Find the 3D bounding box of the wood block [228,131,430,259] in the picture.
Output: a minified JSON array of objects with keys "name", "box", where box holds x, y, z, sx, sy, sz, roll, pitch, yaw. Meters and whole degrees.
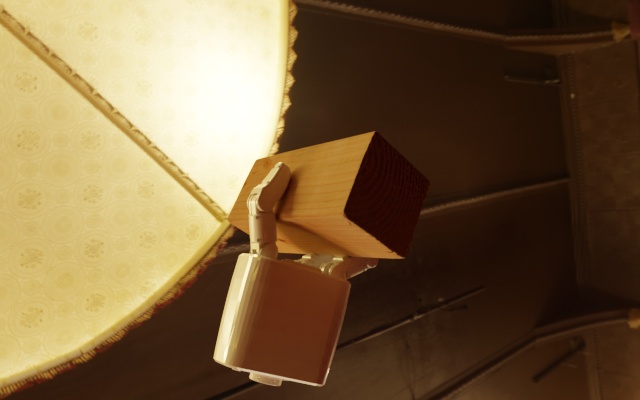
[{"name":"wood block","box":[0.000,0.002,0.516,0.091,0.090,0.206,36,-25,-32]}]
